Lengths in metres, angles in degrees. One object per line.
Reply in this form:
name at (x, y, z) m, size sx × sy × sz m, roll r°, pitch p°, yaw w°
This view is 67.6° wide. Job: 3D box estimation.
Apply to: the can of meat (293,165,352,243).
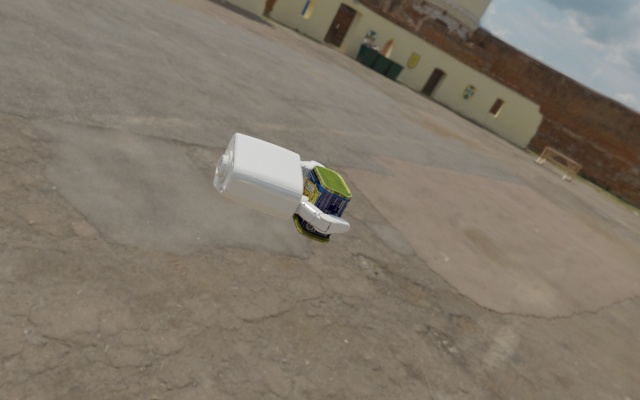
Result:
can of meat at (0.000, 0.002, 0.740) m, size 0.057 × 0.084 × 0.102 m, roll 20°, pitch 20°, yaw -22°
